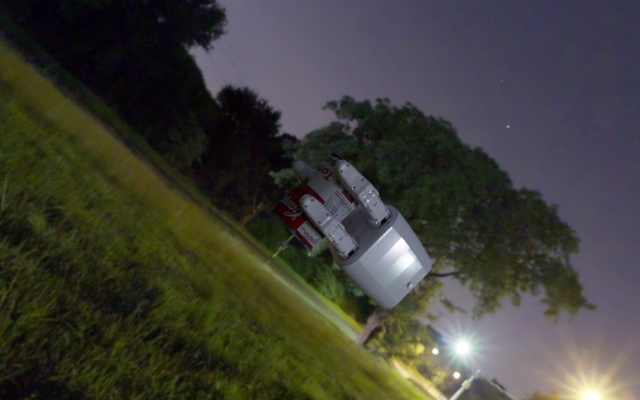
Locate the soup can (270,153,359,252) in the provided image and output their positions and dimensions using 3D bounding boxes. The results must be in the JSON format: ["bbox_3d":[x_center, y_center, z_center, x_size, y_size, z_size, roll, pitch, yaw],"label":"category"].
[{"bbox_3d":[0.000,0.001,0.569,0.102,0.068,0.068,-44,5,-5],"label":"soup can"}]
